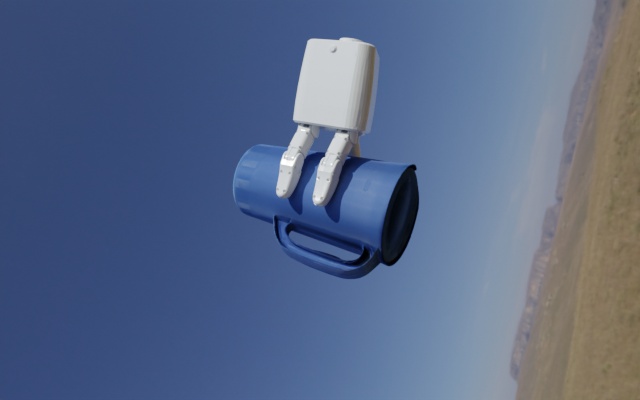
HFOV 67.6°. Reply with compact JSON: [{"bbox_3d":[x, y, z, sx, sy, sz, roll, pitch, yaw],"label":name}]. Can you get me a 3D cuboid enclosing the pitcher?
[{"bbox_3d":[0.000,0.002,0.647,0.243,0.145,0.149,14,11,26],"label":"pitcher"}]
